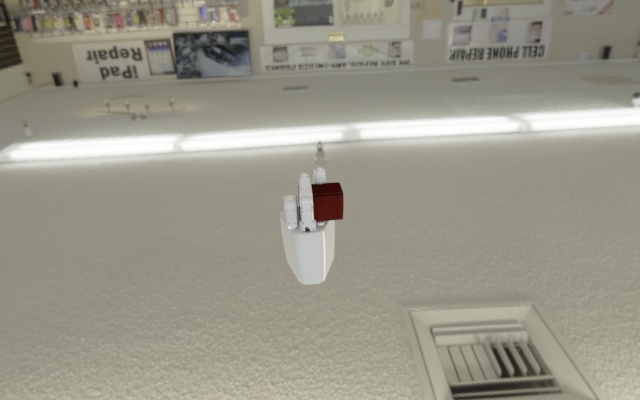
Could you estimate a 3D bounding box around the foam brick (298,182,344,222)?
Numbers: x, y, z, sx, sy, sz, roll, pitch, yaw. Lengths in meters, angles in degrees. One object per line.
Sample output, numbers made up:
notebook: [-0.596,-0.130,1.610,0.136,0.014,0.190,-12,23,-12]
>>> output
foam brick: [0.000,0.003,0.840,0.078,0.051,0.053,-4,24,-1]
